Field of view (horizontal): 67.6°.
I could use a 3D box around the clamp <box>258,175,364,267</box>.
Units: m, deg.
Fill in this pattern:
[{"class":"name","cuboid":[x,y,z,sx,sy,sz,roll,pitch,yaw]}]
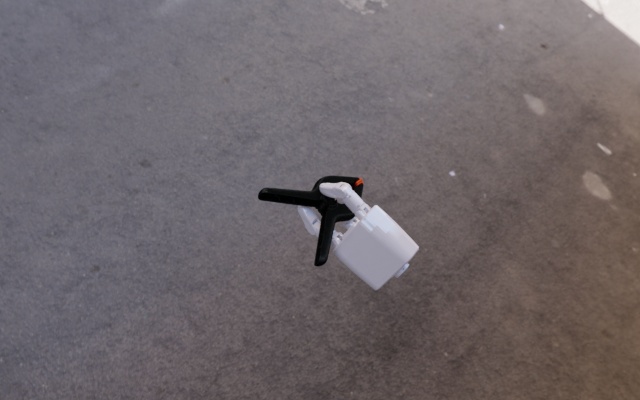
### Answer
[{"class":"clamp","cuboid":[0.001,0.002,0.855,0.210,0.164,0.036,-41,-7,-41]}]
